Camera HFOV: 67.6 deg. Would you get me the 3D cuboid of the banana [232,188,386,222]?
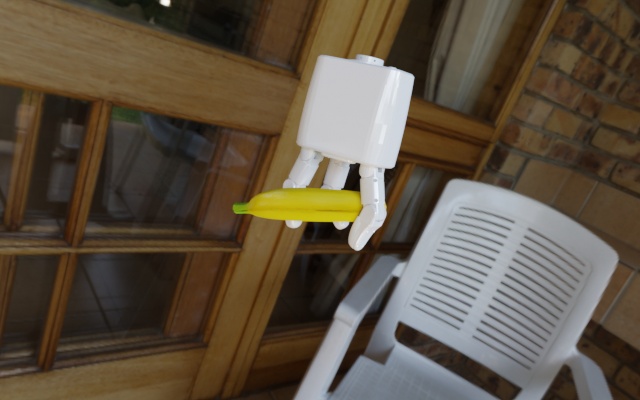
[{"bbox_3d":[0.005,0.004,0.549,0.198,0.037,0.069,3,6,-25],"label":"banana"}]
